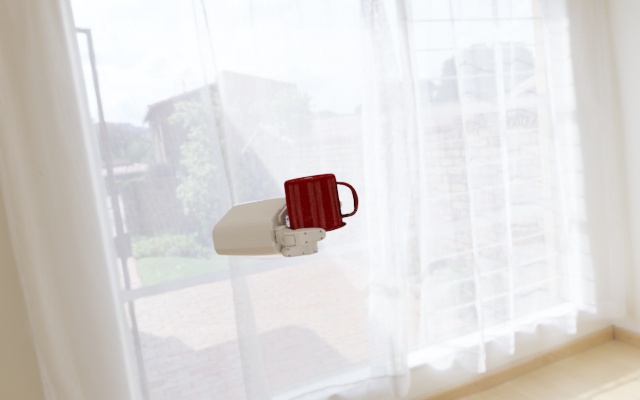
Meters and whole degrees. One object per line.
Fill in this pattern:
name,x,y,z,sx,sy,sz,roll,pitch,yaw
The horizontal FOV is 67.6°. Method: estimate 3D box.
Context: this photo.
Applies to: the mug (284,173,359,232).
mug,0.001,0.002,0.726,0.117,0.081,0.093,-7,6,17
